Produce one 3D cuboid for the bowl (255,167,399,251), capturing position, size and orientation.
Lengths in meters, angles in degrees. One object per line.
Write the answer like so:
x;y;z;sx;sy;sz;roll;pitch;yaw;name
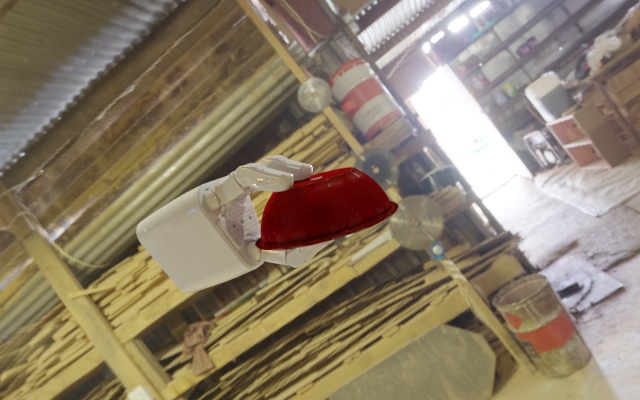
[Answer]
0.001;0.001;0.521;0.162;0.055;0.162;-15;8;2;bowl
